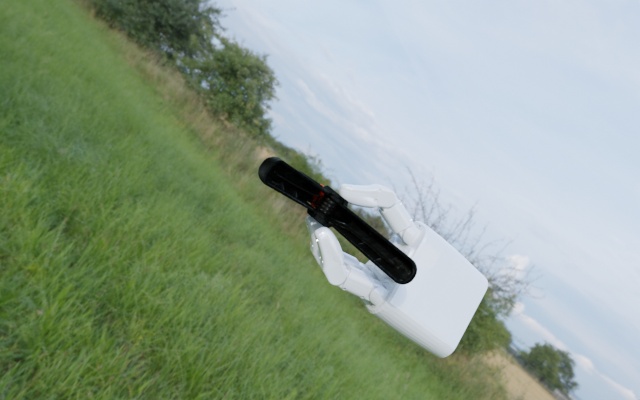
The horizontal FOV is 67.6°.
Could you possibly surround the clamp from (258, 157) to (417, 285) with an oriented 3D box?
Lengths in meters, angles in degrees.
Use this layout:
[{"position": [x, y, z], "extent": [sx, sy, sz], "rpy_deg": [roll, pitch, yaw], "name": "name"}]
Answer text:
[{"position": [0.001, 0.001, 0.487], "extent": [0.164, 0.036, 0.210], "rpy_deg": [38, 2, -16], "name": "clamp"}]
